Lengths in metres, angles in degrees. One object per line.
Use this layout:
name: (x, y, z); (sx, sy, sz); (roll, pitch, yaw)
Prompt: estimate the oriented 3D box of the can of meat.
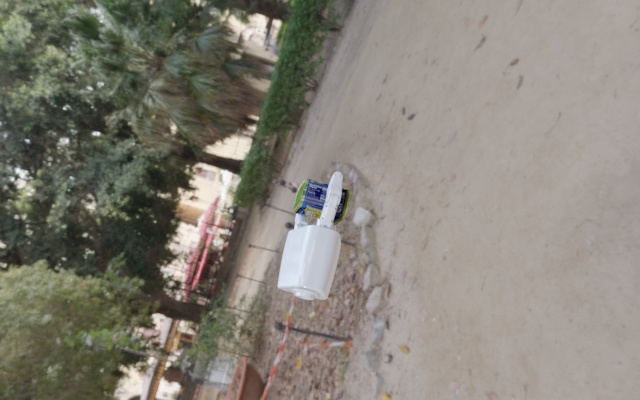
can of meat: (0.000, 0.003, 0.864); (0.084, 0.057, 0.102); (15, -15, -9)
